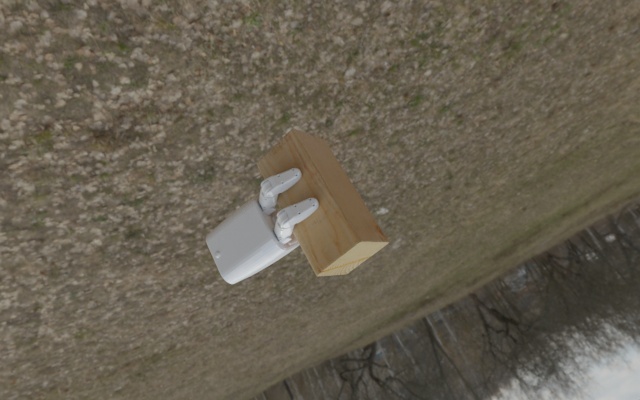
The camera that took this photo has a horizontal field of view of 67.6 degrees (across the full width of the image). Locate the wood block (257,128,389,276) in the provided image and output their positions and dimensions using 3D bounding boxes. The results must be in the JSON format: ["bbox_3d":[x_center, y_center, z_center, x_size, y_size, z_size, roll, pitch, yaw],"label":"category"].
[{"bbox_3d":[0.000,0.003,0.726,0.090,0.206,0.091,-41,-25,23],"label":"wood block"}]
